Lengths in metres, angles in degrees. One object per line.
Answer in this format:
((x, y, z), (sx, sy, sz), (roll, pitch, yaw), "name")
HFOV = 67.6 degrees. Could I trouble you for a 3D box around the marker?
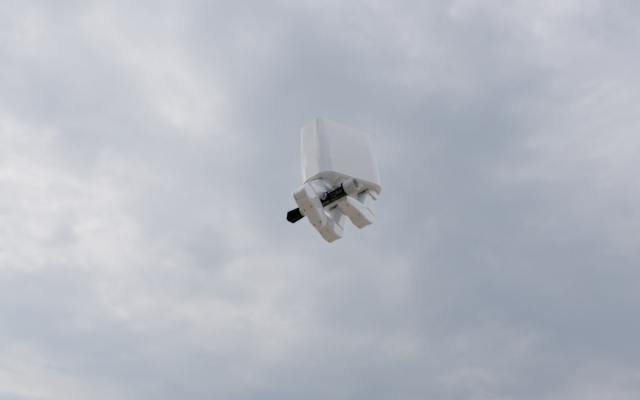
((0.000, 0.002, 0.647), (0.121, 0.020, 0.020), (-28, -15, 31), "marker")
